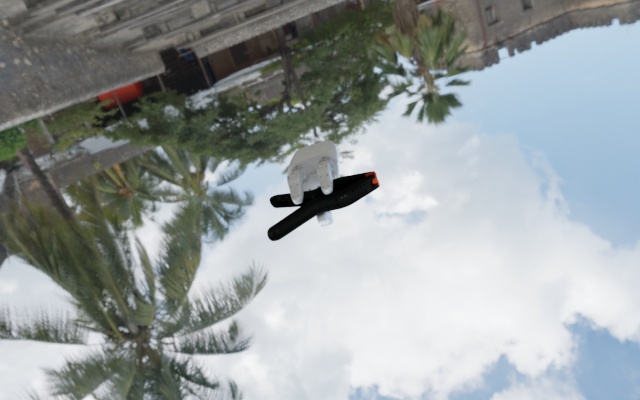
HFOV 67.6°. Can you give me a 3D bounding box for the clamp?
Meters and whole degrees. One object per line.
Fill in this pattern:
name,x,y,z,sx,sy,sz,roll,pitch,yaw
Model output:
clamp,0.001,0.003,0.825,0.210,0.036,0.164,-18,23,10
